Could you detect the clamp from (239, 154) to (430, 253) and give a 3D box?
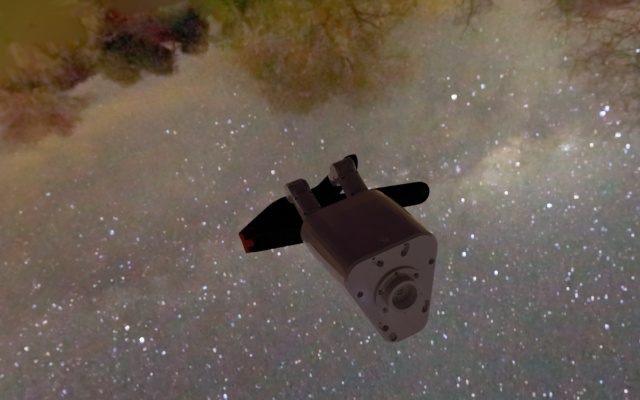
[{"bbox_3d":[0.000,0.003,0.571,0.210,0.036,0.164,-22,26,-13],"label":"clamp"}]
